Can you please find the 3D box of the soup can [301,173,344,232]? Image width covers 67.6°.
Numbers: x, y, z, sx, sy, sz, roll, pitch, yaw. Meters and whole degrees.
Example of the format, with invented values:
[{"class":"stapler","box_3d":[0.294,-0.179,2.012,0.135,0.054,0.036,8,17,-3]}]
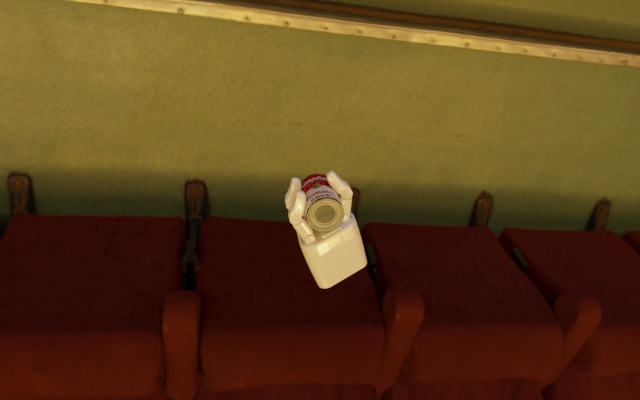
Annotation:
[{"class":"soup can","box_3d":[0.000,0.002,0.853,0.068,0.068,0.102,0,27,-11]}]
